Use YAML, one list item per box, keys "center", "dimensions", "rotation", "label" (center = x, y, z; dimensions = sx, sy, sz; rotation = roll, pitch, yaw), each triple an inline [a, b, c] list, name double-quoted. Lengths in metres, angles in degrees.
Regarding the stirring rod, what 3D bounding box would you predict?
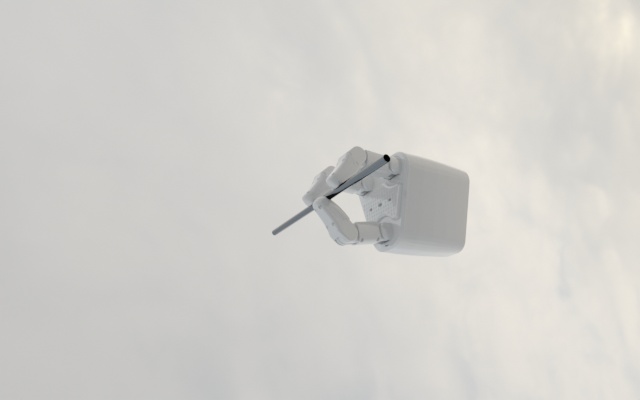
- center: [0.000, 0.002, 0.529]
  dimensions: [0.011, 0.011, 0.239]
  rotation: [0, -20, -32]
  label: "stirring rod"
